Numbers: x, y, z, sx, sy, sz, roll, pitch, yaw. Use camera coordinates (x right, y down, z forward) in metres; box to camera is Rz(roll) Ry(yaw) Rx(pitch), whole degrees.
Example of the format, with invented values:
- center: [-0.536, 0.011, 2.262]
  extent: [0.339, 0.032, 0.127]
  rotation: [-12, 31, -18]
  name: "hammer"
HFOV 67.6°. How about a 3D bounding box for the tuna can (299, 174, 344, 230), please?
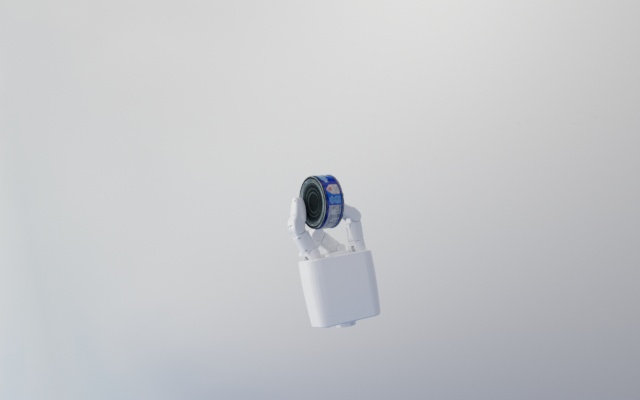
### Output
- center: [0.000, 0.002, 0.746]
  extent: [0.034, 0.086, 0.086]
  rotation: [-4, 2, -31]
  name: "tuna can"
